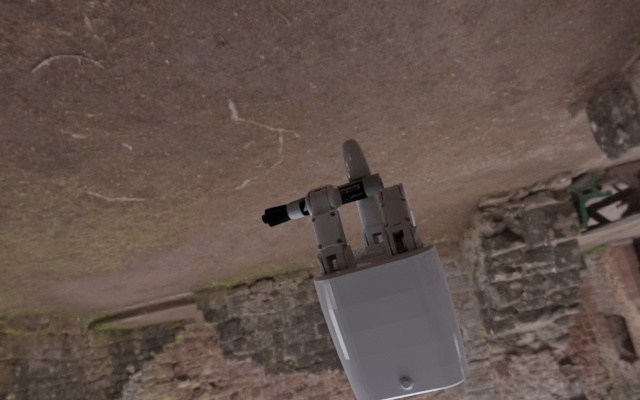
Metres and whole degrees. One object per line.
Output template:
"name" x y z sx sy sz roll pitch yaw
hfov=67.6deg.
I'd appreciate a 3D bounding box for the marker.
"marker" 0.000 0.001 0.449 0.121 0.020 0.020 -17 -5 16
